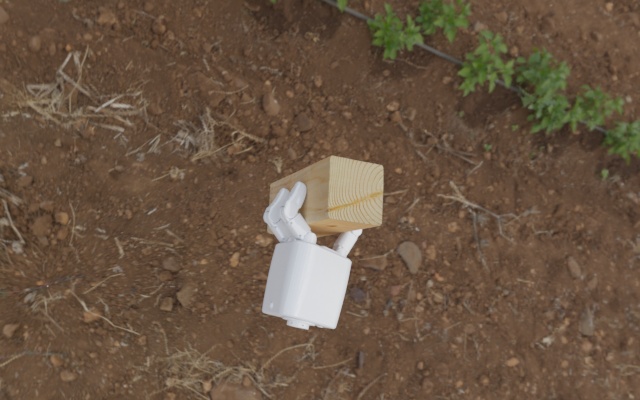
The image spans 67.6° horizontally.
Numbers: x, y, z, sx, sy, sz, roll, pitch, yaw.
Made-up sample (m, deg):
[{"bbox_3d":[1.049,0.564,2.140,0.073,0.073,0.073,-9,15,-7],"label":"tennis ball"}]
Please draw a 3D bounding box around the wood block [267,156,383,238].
[{"bbox_3d":[0.000,0.003,0.744,0.091,0.090,0.206,9,-13,-28],"label":"wood block"}]
